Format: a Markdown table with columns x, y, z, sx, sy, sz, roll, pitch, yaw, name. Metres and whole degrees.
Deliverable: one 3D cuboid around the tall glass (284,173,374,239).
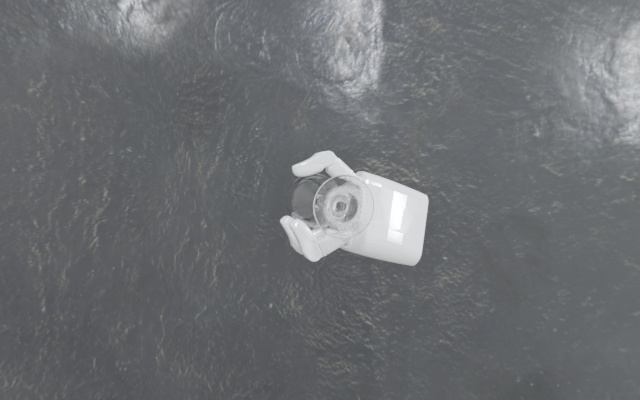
| x | y | z | sx | sy | sz | roll | pitch | yaw | name |
| --- | --- | --- | --- | --- | --- | --- | --- | --- | --- |
| 0.000 | 0.002 | 0.644 | 0.079 | 0.079 | 0.201 | 0 | 3 | -16 | tall glass |
